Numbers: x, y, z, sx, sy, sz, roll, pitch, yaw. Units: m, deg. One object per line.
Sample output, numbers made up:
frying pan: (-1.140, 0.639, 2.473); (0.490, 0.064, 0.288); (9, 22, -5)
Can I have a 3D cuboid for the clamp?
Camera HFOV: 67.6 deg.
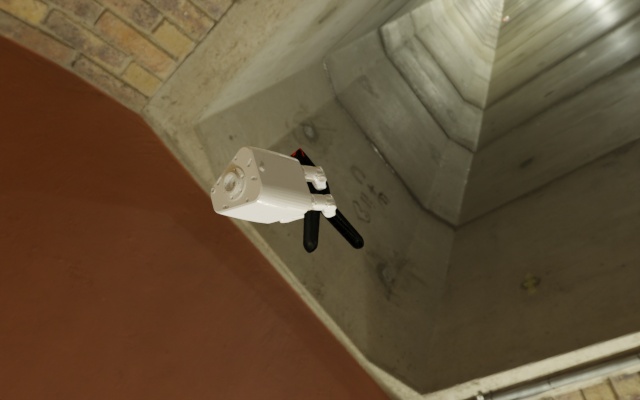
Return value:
clamp: (-0.001, 0.003, 0.858); (0.036, 0.210, 0.164); (-34, -28, 28)
